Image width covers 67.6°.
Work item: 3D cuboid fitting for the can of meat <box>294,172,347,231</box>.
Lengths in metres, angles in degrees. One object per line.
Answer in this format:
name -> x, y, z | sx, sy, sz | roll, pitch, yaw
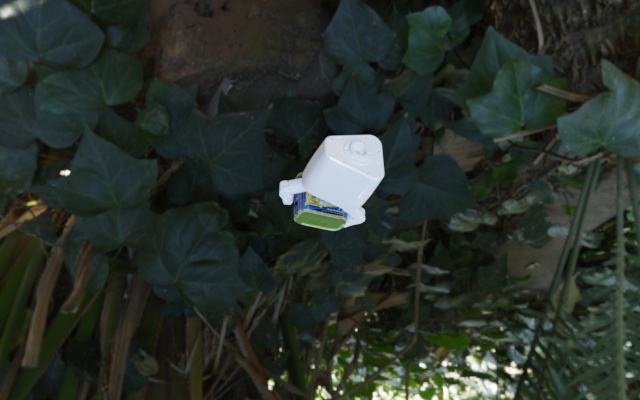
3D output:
can of meat -> 0.000, 0.003, 0.889 | 0.102, 0.084, 0.057 | 12, -33, -20
